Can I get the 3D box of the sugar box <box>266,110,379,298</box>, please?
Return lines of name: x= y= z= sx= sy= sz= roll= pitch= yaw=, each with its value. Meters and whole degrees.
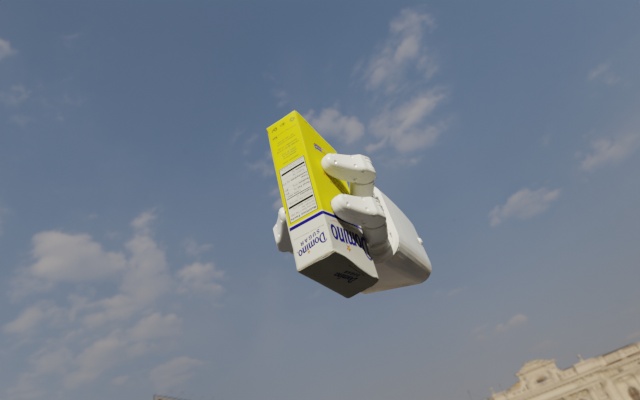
sugar box: x=0.001 y=0.001 z=0.480 sx=0.048 sy=0.176 sz=0.093 roll=-32 pitch=-38 yaw=17
